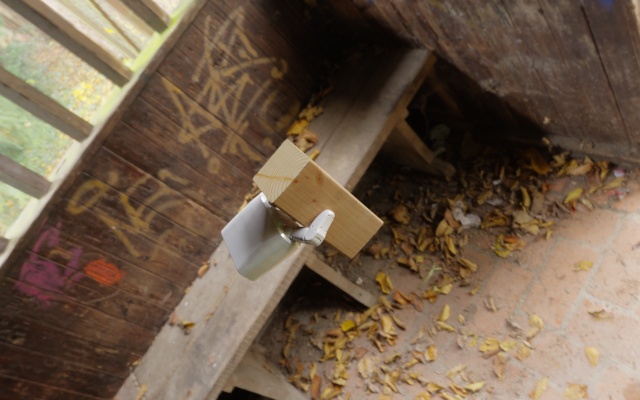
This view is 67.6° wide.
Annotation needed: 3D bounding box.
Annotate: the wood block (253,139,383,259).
[{"bbox_3d":[0.000,0.003,0.800,0.206,0.090,0.090,38,5,-39],"label":"wood block"}]
